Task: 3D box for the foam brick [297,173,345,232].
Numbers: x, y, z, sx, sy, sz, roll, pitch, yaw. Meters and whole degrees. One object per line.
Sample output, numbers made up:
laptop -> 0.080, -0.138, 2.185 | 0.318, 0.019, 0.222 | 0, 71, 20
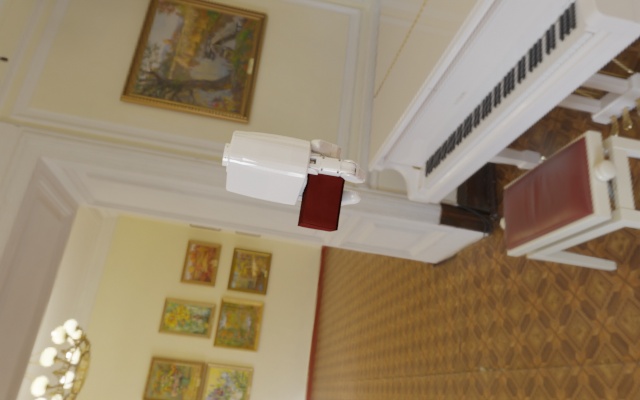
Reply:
foam brick -> 0.000, 0.003, 0.678 | 0.051, 0.078, 0.053 | 10, -10, -9
